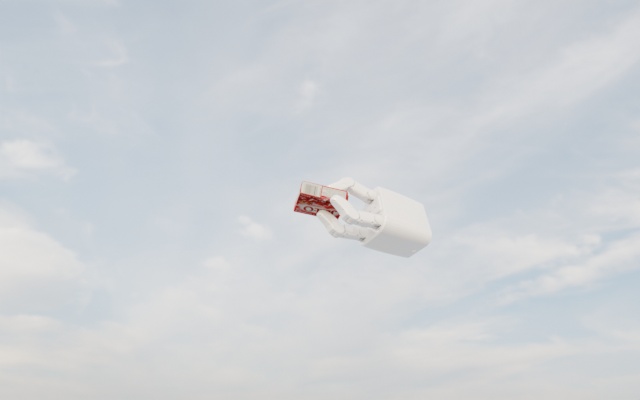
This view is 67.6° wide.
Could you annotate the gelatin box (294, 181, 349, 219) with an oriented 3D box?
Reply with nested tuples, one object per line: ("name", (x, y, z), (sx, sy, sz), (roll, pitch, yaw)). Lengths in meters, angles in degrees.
("gelatin box", (0.000, 0.002, 0.885), (0.089, 0.030, 0.073), (13, -31, -6))
